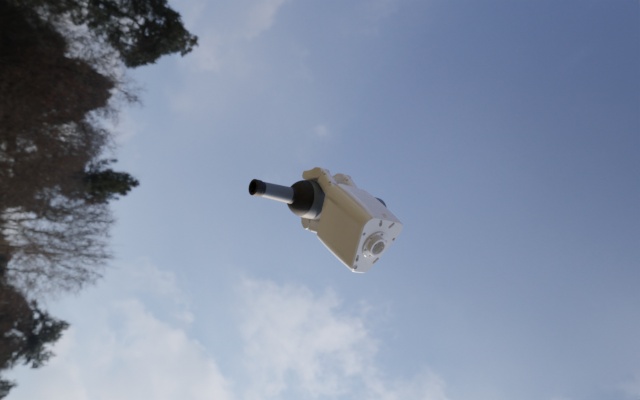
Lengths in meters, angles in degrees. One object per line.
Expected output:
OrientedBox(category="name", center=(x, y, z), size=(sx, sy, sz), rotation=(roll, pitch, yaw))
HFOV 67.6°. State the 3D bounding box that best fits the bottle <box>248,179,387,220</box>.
OrientedBox(category="bottle", center=(0.000, 0.003, 0.865), size=(0.296, 0.069, 0.069), rotation=(13, -8, -41))
